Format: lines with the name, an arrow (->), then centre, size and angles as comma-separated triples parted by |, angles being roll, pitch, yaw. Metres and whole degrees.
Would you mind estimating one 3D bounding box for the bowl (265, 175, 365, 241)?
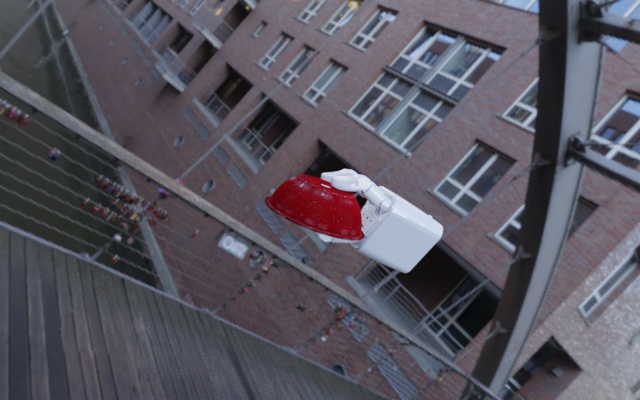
bowl -> -0.001, 0.002, 0.720 | 0.162, 0.055, 0.162 | 20, 11, -4
